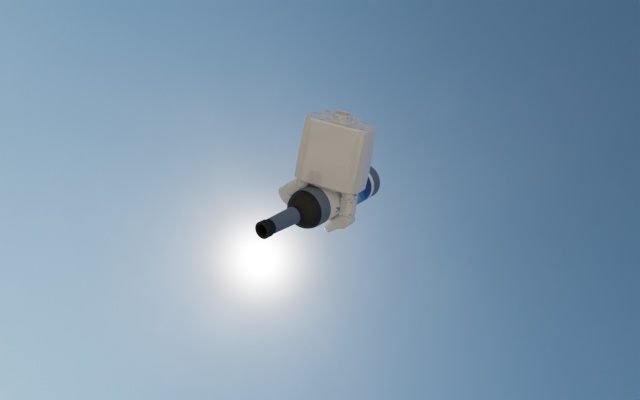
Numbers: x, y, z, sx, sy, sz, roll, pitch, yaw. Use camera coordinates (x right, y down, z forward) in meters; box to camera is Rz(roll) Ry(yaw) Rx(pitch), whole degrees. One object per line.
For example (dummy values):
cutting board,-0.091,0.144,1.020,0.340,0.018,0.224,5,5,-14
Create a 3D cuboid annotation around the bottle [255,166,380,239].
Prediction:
bottle,0.000,0.003,0.797,0.069,0.069,0.295,0,16,37
